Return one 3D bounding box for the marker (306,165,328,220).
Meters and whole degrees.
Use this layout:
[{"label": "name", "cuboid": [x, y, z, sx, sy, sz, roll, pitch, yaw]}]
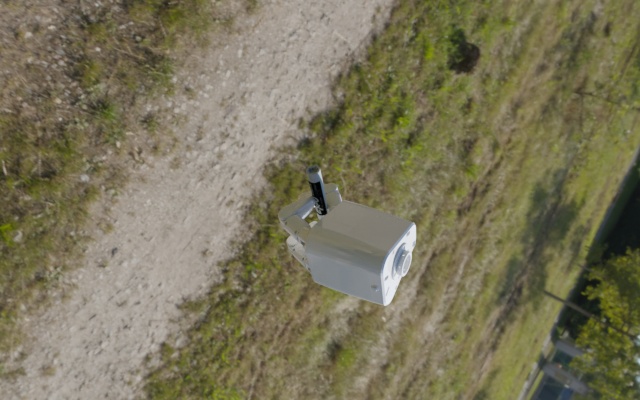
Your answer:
[{"label": "marker", "cuboid": [0.000, 0.002, 0.662, 0.020, 0.020, 0.121, -7, -46, 7]}]
